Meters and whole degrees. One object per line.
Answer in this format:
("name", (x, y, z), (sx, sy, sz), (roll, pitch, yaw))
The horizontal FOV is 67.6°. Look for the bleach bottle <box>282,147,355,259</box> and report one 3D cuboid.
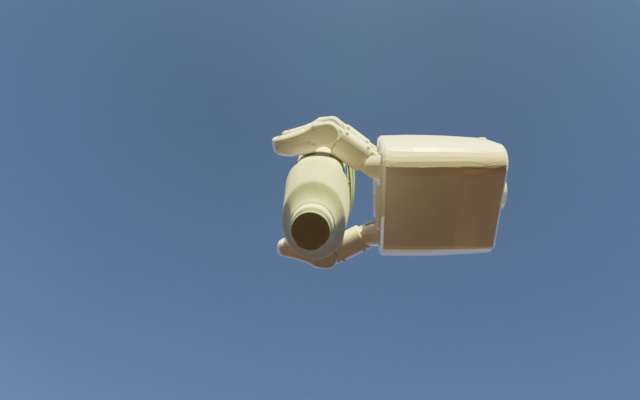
("bleach bottle", (0.000, 0.001, 0.457), (0.068, 0.102, 0.250), (1, 13, 3))
